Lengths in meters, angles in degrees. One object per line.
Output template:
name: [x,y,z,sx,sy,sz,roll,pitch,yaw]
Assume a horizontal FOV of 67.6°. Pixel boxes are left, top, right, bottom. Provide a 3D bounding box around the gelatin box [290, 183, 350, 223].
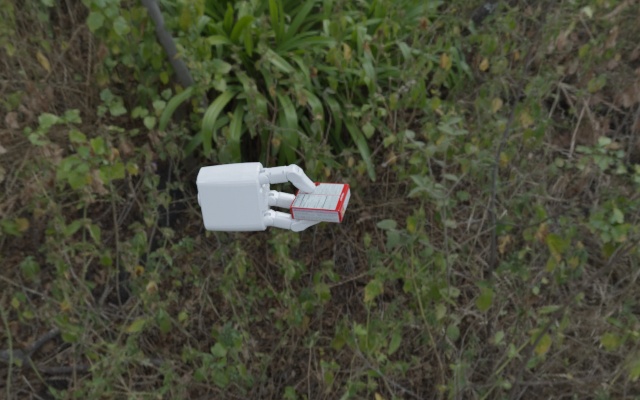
gelatin box: [0.000,0.002,0.820,0.089,0.030,0.073,3,39,17]
